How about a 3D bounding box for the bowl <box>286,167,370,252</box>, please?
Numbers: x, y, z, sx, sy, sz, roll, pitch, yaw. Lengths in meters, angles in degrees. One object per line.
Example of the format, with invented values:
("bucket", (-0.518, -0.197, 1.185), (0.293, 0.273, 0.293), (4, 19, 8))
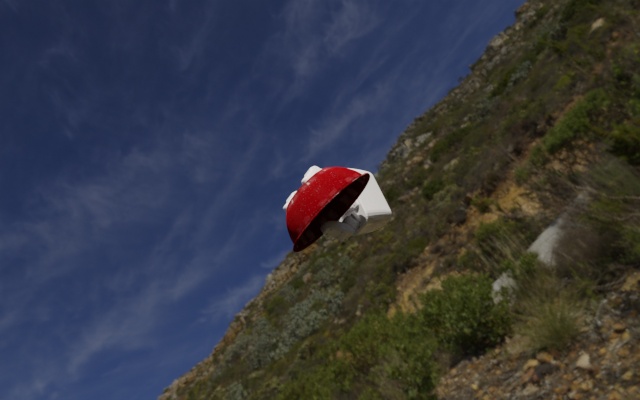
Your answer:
("bowl", (-0.001, 0.002, 0.717), (0.055, 0.162, 0.162), (44, 11, 11))
